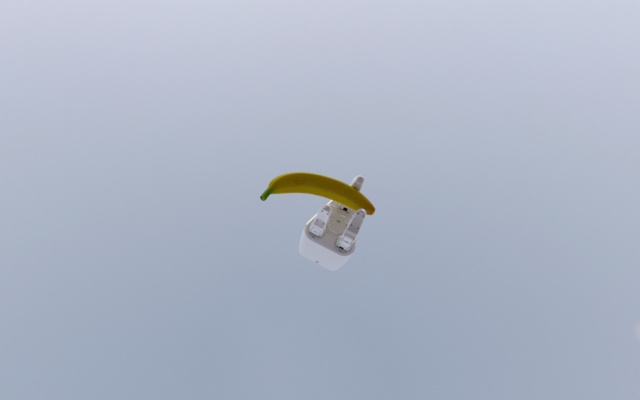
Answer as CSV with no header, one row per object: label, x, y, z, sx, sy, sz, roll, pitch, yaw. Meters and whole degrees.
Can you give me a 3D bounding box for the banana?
banana,-0.003,-0.014,0.812,0.198,0.069,0.037,7,-28,-11
